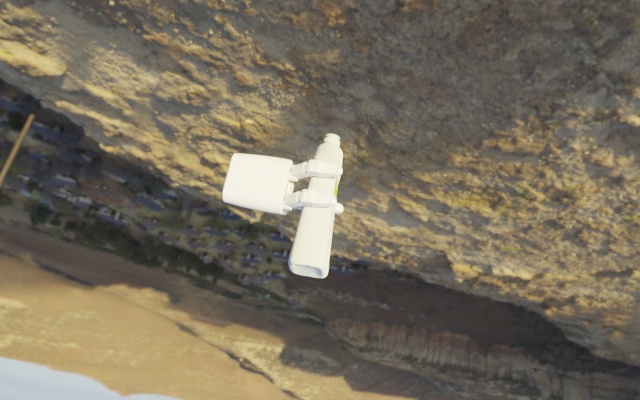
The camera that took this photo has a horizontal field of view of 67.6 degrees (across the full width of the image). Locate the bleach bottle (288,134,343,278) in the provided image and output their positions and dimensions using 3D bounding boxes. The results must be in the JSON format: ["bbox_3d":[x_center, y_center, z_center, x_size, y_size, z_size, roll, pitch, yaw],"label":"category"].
[{"bbox_3d":[0.000,0.003,0.843,0.068,0.250,0.103,9,-20,4],"label":"bleach bottle"}]
